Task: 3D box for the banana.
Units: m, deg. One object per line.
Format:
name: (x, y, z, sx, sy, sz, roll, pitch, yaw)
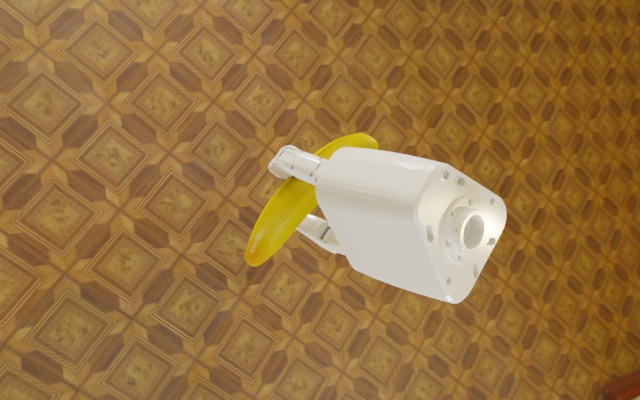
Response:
banana: (0.000, -0.014, 0.462, 0.037, 0.070, 0.197, 28, 52, 33)
